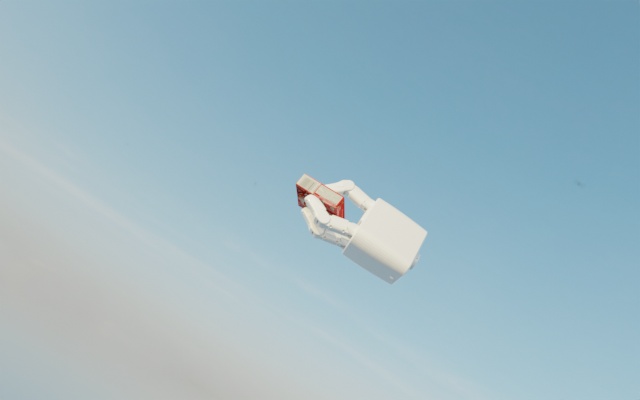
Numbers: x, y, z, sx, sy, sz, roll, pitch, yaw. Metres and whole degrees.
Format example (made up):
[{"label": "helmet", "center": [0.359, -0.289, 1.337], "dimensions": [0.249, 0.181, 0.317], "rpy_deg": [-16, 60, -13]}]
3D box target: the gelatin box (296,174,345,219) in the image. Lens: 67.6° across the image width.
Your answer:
[{"label": "gelatin box", "center": [0.000, 0.002, 0.837], "dimensions": [0.089, 0.030, 0.073], "rpy_deg": [32, -26, 19]}]
